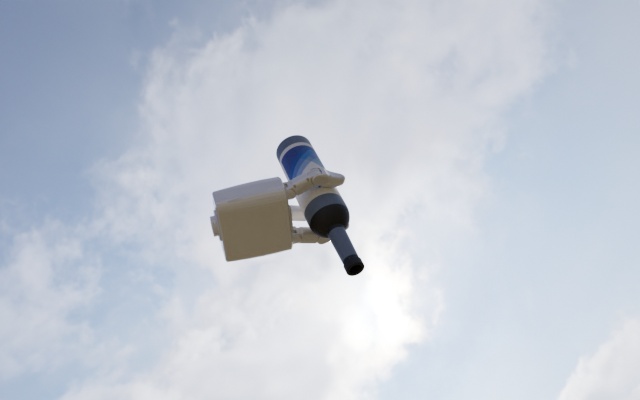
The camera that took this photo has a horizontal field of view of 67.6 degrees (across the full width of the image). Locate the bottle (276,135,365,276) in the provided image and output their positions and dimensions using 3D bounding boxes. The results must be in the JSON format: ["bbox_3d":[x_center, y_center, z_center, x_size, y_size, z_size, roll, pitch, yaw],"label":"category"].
[{"bbox_3d":[0.000,0.002,0.761,0.069,0.069,0.295,0,39,-25],"label":"bottle"}]
